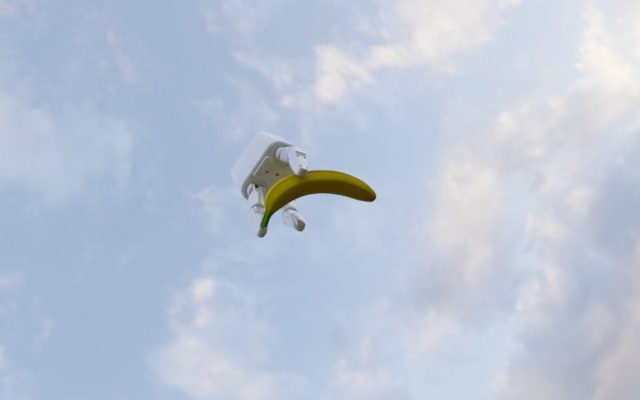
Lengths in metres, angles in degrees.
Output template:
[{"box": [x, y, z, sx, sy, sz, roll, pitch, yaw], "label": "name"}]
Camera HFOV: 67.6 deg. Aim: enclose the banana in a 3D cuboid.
[{"box": [-0.005, -0.014, 0.738, 0.198, 0.070, 0.037, -12, 21, -19], "label": "banana"}]
